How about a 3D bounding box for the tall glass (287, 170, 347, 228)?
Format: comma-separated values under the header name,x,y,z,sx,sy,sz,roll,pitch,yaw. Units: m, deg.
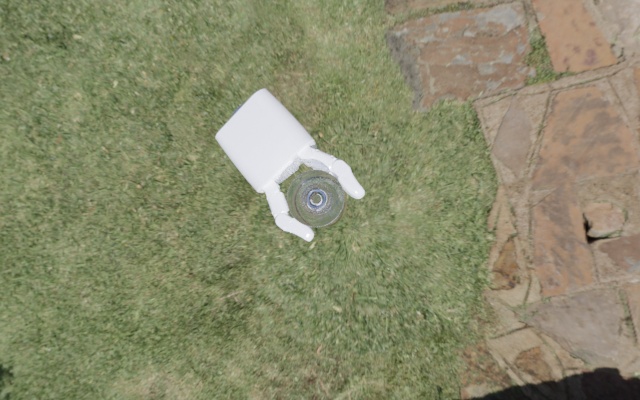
name,x,y,z,sx,sy,sz,roll,pitch,yaw
tall glass,0.000,0.002,0.709,0.079,0.079,0.201,0,-3,4
